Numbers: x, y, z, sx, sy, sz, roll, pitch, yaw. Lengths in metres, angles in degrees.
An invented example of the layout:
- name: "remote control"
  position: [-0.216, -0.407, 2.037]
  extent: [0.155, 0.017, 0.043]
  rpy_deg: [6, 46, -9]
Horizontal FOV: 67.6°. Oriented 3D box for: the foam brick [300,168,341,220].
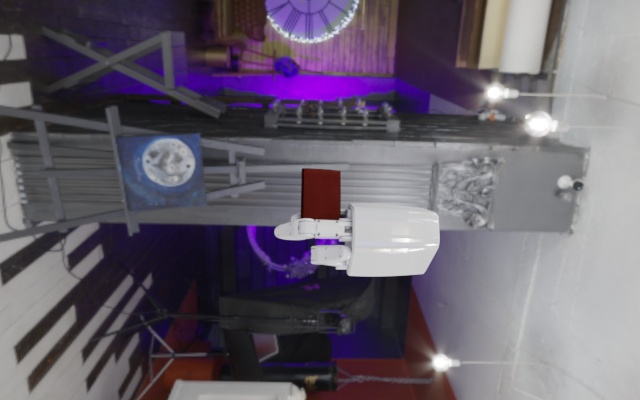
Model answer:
- name: "foam brick"
  position: [0.000, 0.002, 0.633]
  extent: [0.051, 0.078, 0.053]
  rpy_deg: [1, -14, -1]
